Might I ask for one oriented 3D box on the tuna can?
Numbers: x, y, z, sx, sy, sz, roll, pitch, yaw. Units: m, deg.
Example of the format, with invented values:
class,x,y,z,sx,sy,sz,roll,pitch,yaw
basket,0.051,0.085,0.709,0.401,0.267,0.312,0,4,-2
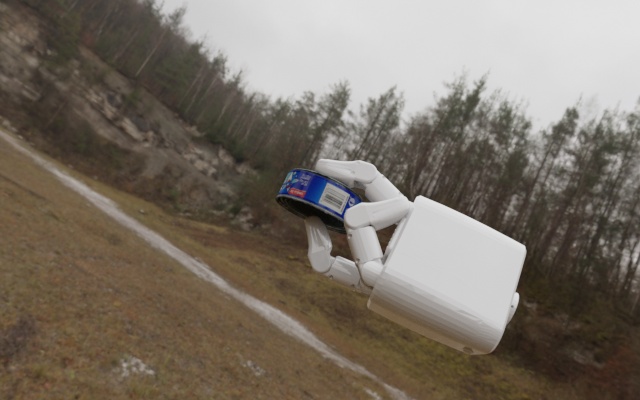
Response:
class,x,y,z,sx,sy,sz,roll,pitch,yaw
tuna can,0.000,0.001,0.485,0.086,0.033,0.086,23,-13,5
